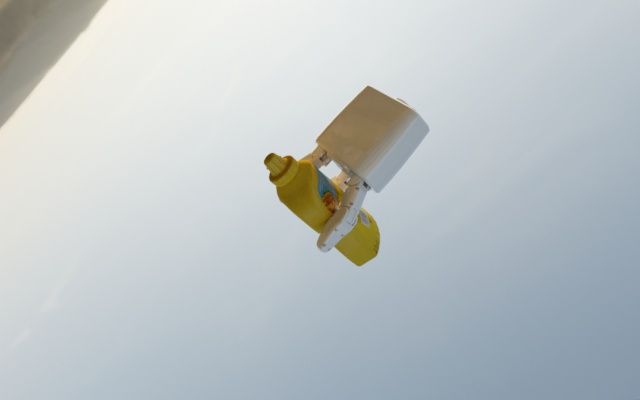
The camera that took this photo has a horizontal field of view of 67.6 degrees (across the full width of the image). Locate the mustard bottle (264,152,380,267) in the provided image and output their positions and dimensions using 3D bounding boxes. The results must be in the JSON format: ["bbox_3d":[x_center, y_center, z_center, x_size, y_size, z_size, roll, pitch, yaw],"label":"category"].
[{"bbox_3d":[0.000,0.002,0.617,0.058,0.096,0.192,-35,-55,21],"label":"mustard bottle"}]
